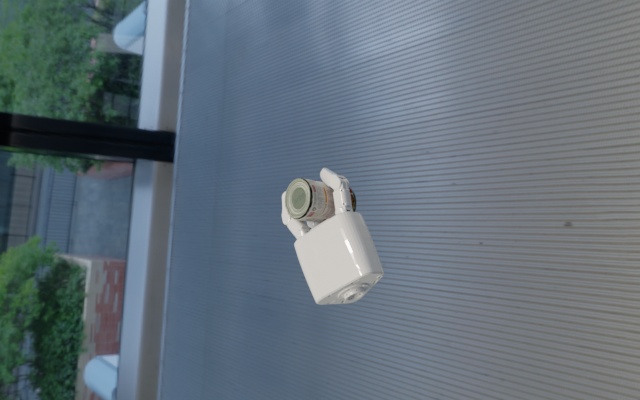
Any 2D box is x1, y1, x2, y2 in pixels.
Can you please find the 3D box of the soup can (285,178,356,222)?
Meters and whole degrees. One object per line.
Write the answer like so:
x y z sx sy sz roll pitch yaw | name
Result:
0.000 0.002 0.790 0.102 0.068 0.068 8 -6 -42 | soup can
